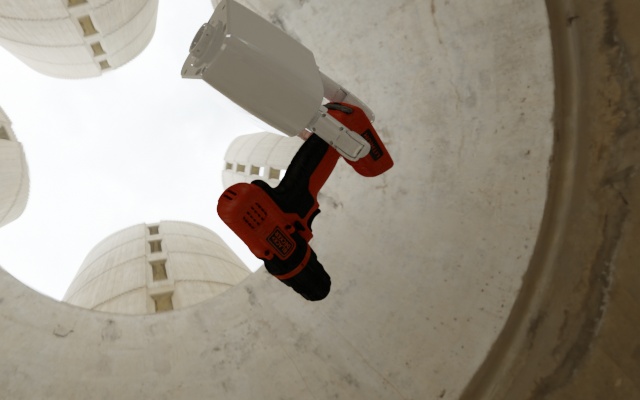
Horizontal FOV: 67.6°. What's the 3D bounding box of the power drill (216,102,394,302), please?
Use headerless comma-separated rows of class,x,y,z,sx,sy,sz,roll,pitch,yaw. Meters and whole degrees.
power drill,0.000,0.001,0.522,0.057,0.187,0.184,21,-24,46
